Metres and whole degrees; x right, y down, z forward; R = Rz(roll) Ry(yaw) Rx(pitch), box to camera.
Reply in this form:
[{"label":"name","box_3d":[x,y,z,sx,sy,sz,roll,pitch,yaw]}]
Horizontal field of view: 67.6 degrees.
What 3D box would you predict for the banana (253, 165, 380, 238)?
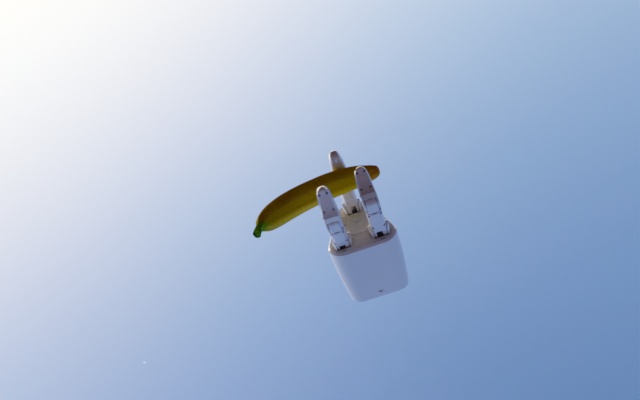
[{"label":"banana","box_3d":[-0.011,-0.002,0.658,0.198,0.037,0.069,-29,31,-17]}]
